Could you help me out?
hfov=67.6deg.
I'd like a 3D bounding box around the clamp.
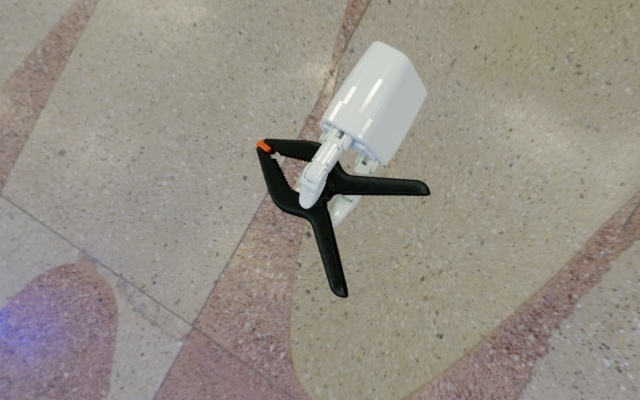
[{"bbox_3d":[0.000,0.001,0.571,0.210,0.164,0.036,32,-1,14],"label":"clamp"}]
